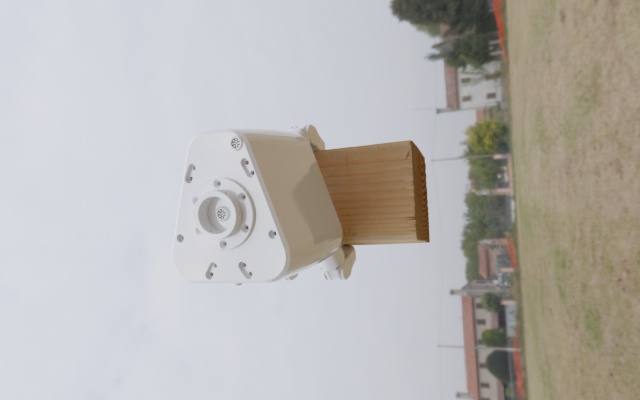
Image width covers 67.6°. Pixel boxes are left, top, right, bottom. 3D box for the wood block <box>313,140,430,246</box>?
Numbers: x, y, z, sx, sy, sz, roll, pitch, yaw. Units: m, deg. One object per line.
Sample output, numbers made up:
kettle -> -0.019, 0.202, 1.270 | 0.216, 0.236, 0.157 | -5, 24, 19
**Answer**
wood block -> 0.000, 0.001, 0.488 | 0.206, 0.091, 0.090 | -4, -8, 20
